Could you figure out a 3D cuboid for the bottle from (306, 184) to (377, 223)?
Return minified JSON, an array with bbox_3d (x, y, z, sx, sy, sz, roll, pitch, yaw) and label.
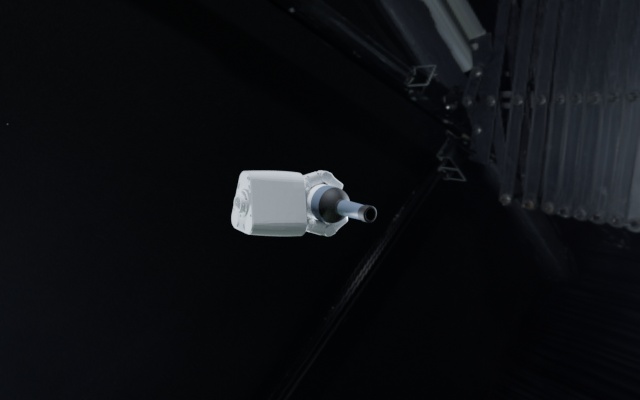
[{"bbox_3d":[0.000,0.003,0.887,0.069,0.069,0.295,0,8,-33],"label":"bottle"}]
